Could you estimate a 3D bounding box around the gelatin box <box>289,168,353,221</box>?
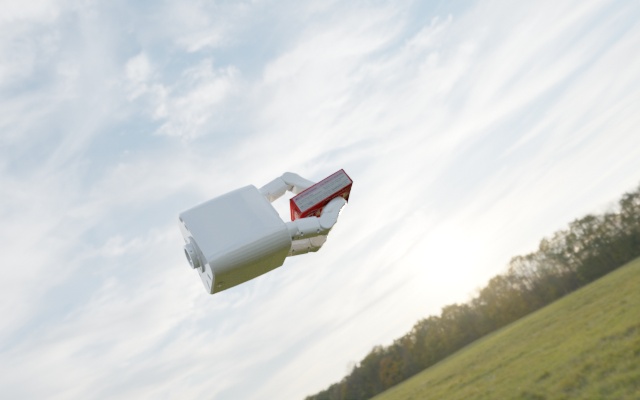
[{"bbox_3d":[0.000,0.002,0.664,0.089,0.030,0.073,-32,-19,-15],"label":"gelatin box"}]
